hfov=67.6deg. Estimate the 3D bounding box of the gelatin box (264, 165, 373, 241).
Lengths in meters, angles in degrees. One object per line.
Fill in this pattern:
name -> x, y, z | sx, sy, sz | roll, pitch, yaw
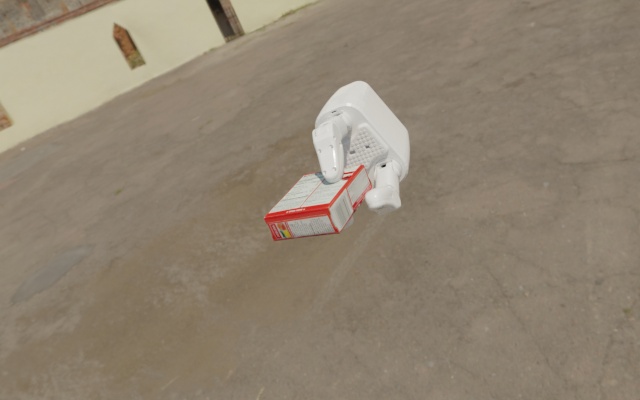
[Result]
gelatin box -> 0.000, 0.001, 0.456 | 0.073, 0.030, 0.089 | -9, 25, 32
